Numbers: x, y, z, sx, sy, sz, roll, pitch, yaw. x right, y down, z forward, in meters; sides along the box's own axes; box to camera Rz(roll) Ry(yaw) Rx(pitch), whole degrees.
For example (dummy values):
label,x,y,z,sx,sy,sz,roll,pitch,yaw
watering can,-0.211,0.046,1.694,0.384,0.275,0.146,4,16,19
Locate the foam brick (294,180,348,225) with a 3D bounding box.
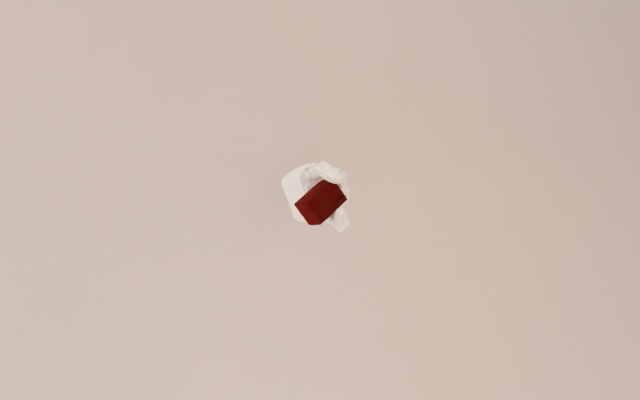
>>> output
label,x,y,z,sx,sy,sz,roll,pitch,yaw
foam brick,0.000,0.003,0.889,0.078,0.053,0.051,-41,14,-23
